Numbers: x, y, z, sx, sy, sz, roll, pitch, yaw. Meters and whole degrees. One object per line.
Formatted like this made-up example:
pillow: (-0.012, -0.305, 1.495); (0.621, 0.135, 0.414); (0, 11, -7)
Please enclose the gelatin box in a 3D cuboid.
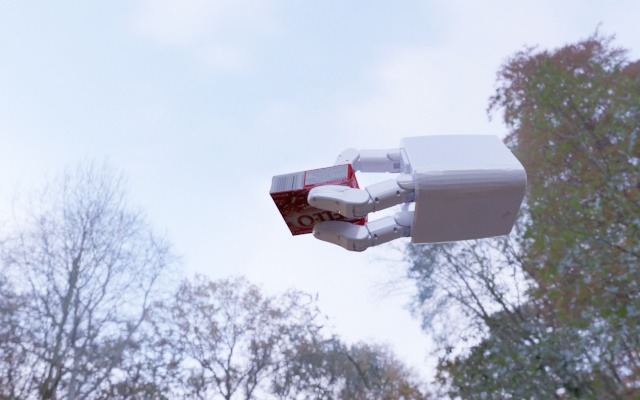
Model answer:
gelatin box: (0.000, 0.001, 0.506); (0.089, 0.030, 0.073); (-8, -43, 16)
